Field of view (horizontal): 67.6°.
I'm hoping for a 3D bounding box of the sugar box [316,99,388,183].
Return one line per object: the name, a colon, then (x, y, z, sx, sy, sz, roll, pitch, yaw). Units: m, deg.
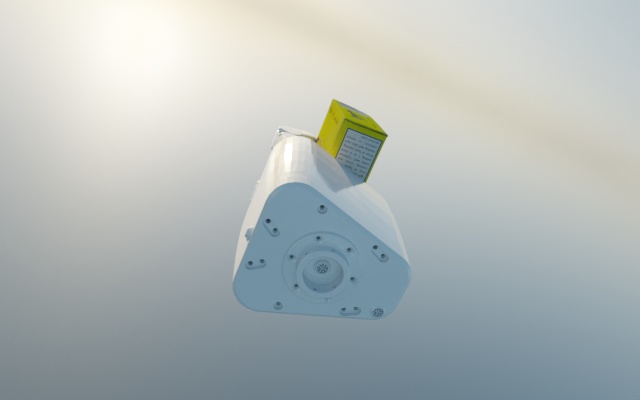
sugar box: (0.000, 0.001, 0.445, 0.048, 0.176, 0.093, 21, 18, -12)
